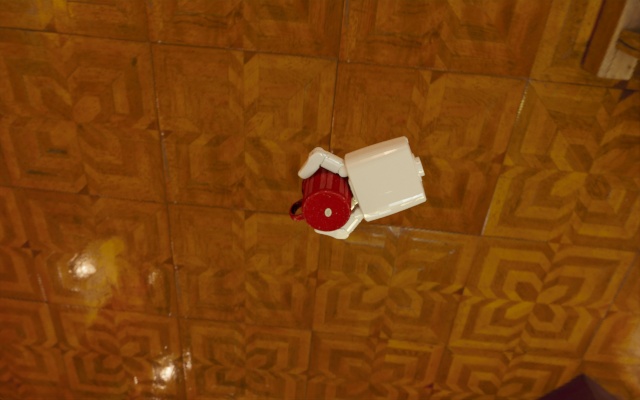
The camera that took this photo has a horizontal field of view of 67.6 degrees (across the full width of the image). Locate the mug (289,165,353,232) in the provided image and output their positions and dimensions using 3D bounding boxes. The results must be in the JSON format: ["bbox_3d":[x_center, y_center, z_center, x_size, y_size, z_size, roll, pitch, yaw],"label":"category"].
[{"bbox_3d":[-0.001,0.003,0.803,0.117,0.093,0.081,-19,27,13],"label":"mug"}]
